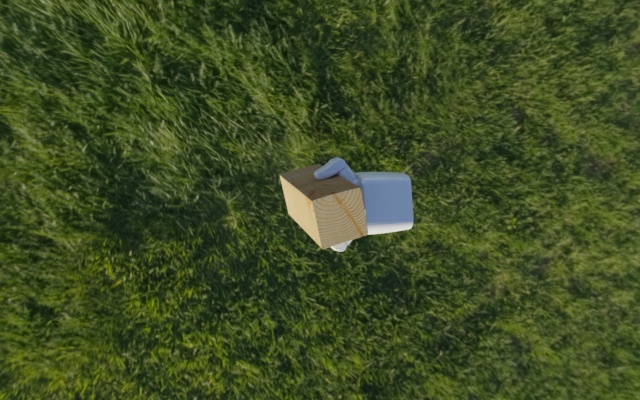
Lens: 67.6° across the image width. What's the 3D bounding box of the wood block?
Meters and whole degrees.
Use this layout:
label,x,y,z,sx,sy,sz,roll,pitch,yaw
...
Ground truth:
label,x,y,z,sx,sy,sz,roll,pitch,yaw
wood block,0.001,0.003,0.886,0.090,0.091,0.206,-16,20,-15
